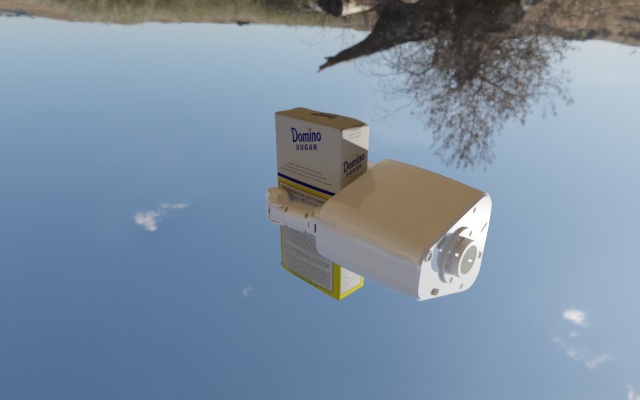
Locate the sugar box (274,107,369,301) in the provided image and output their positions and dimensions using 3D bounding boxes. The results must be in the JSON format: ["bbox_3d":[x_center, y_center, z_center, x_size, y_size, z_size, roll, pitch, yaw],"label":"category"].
[{"bbox_3d":[0.001,0.002,0.481,0.048,0.176,0.093,-19,30,-42],"label":"sugar box"}]
